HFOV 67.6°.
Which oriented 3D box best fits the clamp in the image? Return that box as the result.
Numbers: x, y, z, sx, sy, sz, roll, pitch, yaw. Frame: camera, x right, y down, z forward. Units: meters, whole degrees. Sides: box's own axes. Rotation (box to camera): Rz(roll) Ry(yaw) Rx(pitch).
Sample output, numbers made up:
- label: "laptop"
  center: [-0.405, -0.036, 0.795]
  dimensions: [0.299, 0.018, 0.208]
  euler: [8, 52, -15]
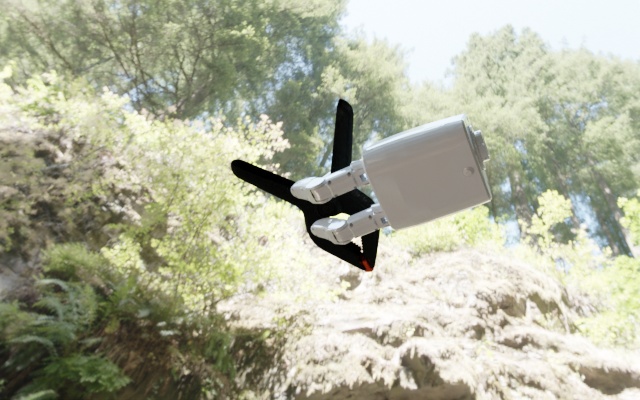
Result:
- label: "clamp"
  center: [0.001, 0.002, 0.571]
  dimensions: [0.164, 0.210, 0.036]
  euler: [-18, 23, 23]
